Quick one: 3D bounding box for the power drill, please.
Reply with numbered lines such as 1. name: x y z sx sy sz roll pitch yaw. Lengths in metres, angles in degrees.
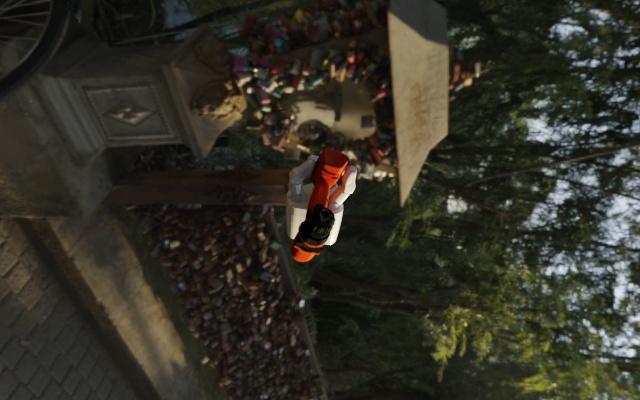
1. power drill: 0.000 0.003 0.856 0.057 0.187 0.184 21 -29 -8
